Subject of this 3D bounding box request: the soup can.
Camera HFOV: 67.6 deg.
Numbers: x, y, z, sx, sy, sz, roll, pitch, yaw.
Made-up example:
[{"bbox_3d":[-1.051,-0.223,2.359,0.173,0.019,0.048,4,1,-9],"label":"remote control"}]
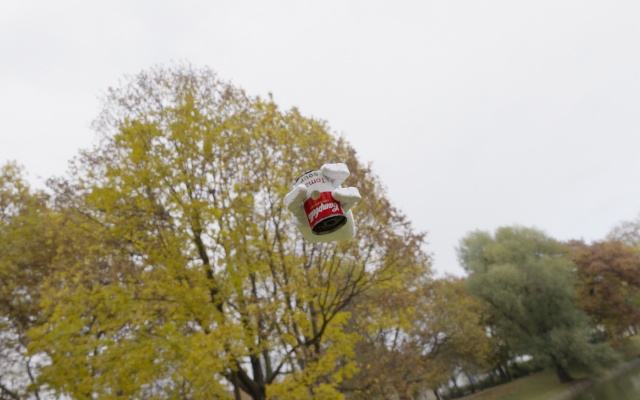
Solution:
[{"bbox_3d":[0.000,0.002,0.871,0.068,0.102,0.068,-17,-28,-9],"label":"soup can"}]
